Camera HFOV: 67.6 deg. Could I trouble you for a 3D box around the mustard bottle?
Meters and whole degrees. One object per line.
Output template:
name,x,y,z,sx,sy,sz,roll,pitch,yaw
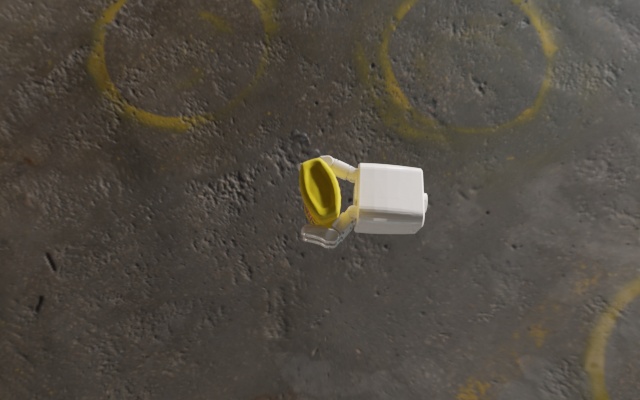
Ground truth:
mustard bottle,0.000,0.003,0.803,0.058,0.096,0.192,-19,-13,-4
